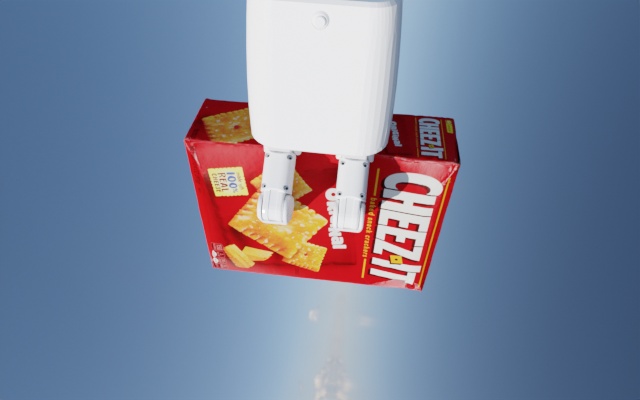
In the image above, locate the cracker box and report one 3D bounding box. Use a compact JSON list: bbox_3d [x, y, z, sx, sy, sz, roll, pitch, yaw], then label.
[{"bbox_3d":[0.000,0.001,0.435,0.213,0.164,0.072,6,44,4],"label":"cracker box"}]
